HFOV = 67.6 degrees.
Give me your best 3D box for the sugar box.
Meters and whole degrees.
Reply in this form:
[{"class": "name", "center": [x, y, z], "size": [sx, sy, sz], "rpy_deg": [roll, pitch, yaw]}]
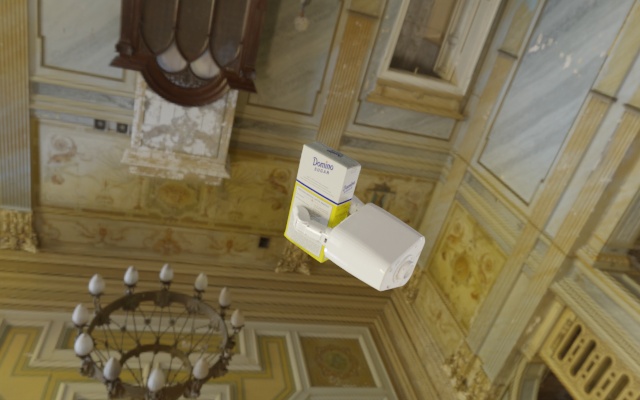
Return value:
[{"class": "sugar box", "center": [0.001, 0.003, 0.779], "size": [0.093, 0.176, 0.048], "rpy_deg": [32, 30, 29]}]
